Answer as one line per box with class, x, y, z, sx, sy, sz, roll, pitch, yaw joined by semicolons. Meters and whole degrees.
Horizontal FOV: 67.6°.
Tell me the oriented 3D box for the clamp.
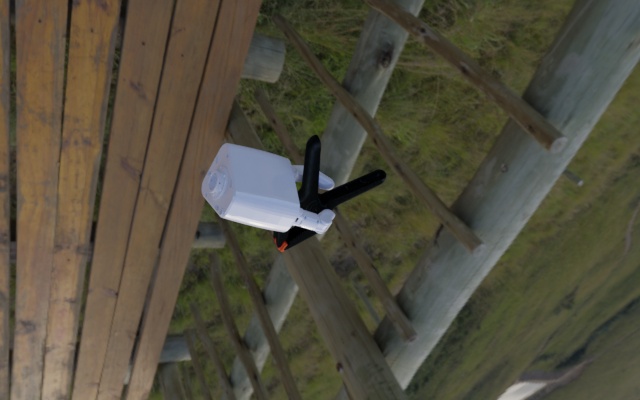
clamp;0.000;0.003;0.767;0.164;0.210;0.036;16;31;-35
